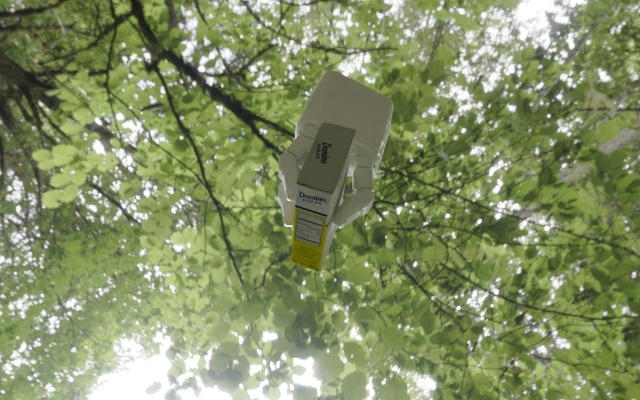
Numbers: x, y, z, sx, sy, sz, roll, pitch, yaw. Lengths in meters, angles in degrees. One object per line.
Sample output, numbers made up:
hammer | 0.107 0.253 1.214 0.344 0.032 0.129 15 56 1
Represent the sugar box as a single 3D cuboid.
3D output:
sugar box | 0.000 0.002 0.562 0.048 0.093 0.176 15 -35 8
